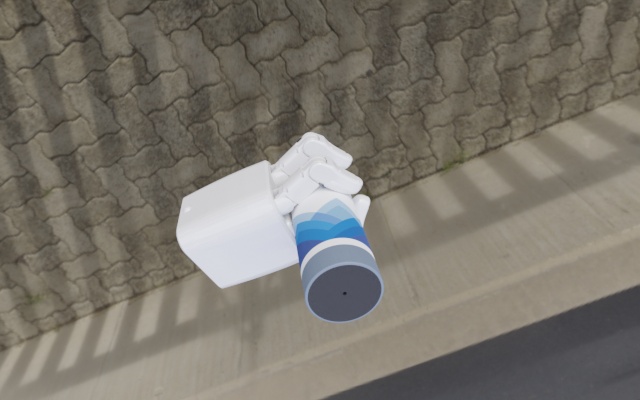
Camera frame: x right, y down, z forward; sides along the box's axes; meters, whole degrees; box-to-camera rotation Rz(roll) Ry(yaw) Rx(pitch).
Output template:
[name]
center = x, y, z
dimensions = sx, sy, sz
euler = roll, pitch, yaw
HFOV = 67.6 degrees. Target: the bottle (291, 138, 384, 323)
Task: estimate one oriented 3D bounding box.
[bottle]
center = 0.000, 0.002, 0.517
dimensions = 0.069, 0.069, 0.295
euler = 0, 31, -9
